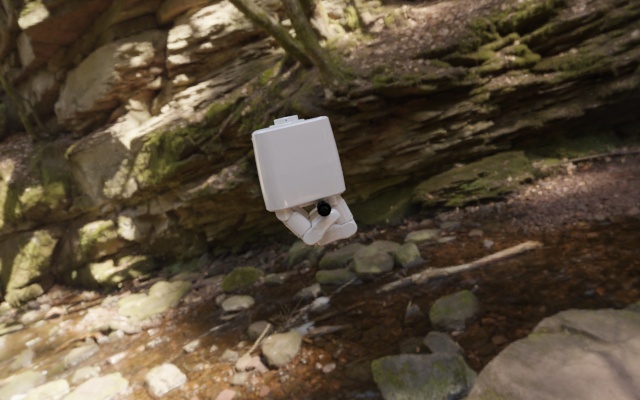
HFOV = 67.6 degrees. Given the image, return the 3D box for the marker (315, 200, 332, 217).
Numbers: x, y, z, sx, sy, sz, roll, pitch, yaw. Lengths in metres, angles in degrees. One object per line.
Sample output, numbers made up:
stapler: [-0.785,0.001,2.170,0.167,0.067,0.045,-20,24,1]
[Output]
marker: [0.000,0.002,0.673,0.020,0.020,0.121,0,10,-5]
